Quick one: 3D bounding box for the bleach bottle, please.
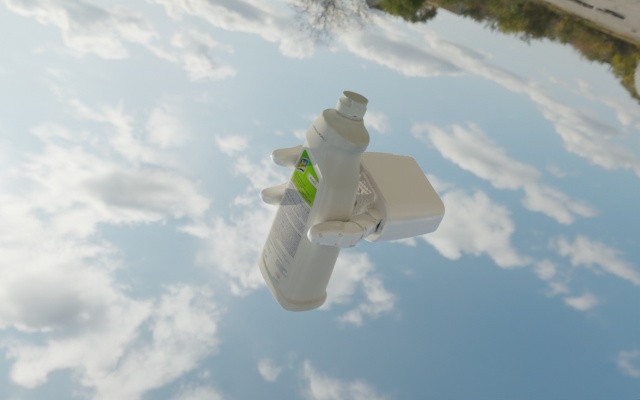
[{"bbox_3d":[0.000,0.002,0.539,0.068,0.251,0.102,-2,37,-36],"label":"bleach bottle"}]
